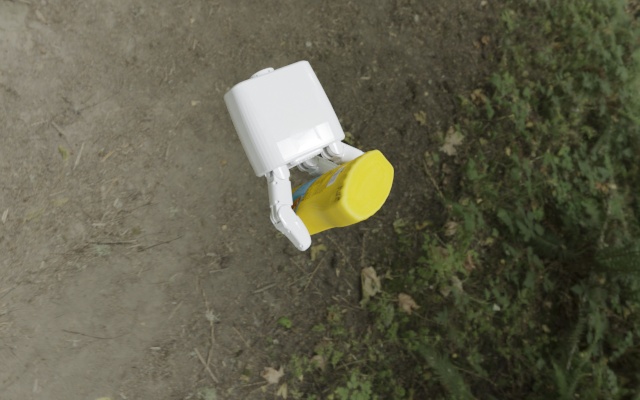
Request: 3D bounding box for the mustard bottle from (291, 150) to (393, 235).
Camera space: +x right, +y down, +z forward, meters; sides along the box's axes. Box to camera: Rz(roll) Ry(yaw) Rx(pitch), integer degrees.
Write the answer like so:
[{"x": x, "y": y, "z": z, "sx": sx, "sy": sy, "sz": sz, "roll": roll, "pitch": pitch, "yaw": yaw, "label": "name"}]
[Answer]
[{"x": 0.000, "y": 0.002, "z": 0.600, "sx": 0.058, "sy": 0.096, "sz": 0.192, "roll": 46, "pitch": -35, "yaw": -17, "label": "mustard bottle"}]
